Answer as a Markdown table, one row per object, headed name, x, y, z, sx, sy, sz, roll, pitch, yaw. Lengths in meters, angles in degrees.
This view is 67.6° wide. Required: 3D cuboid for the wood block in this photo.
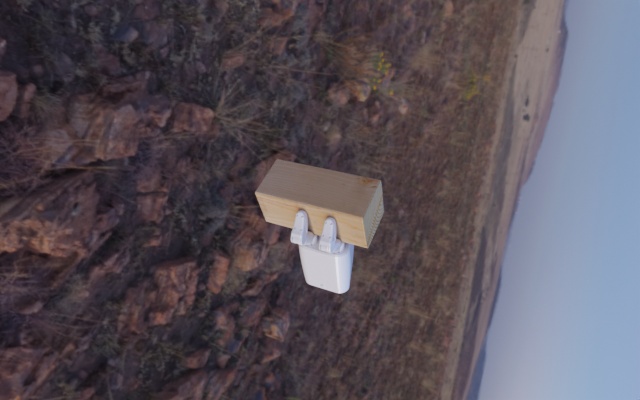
| name | x | y | z | sx | sy | sz | roll | pitch | yaw |
| --- | --- | --- | --- | --- | --- | --- | --- | --- | --- |
| wood block | 0.000 | 0.003 | 0.861 | 0.206 | 0.090 | 0.090 | 13 | -37 | 22 |
